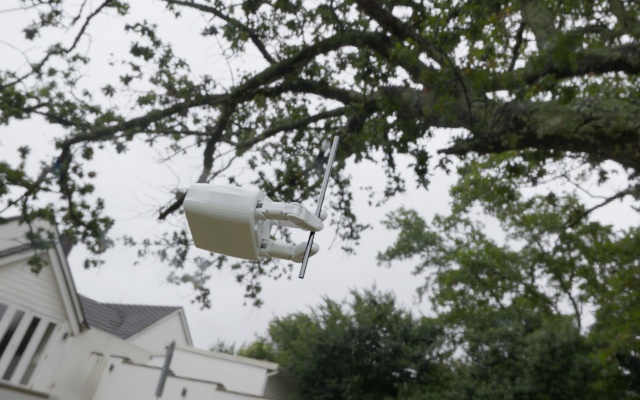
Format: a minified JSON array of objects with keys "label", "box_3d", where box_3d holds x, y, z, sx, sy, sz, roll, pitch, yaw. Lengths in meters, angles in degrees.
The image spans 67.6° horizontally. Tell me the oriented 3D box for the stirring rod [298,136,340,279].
[{"label":"stirring rod","box_3d":[0.000,0.002,0.703,0.011,0.239,0.011,11,-28,6]}]
